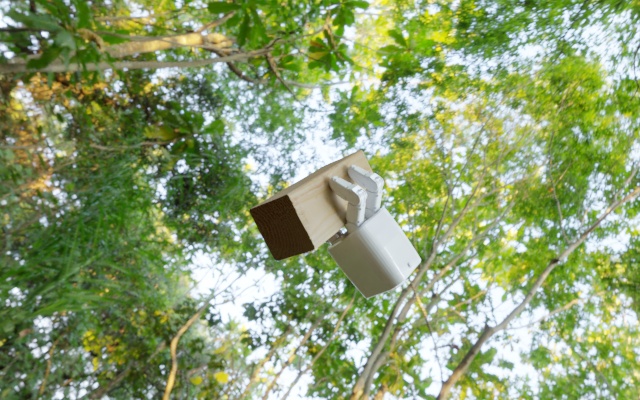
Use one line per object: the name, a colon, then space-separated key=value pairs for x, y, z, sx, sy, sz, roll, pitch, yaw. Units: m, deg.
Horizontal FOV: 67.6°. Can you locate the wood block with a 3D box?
wood block: x=0.000 y=0.003 z=0.758 sx=0.091 sy=0.090 sz=0.206 roll=-21 pitch=8 yaw=41
